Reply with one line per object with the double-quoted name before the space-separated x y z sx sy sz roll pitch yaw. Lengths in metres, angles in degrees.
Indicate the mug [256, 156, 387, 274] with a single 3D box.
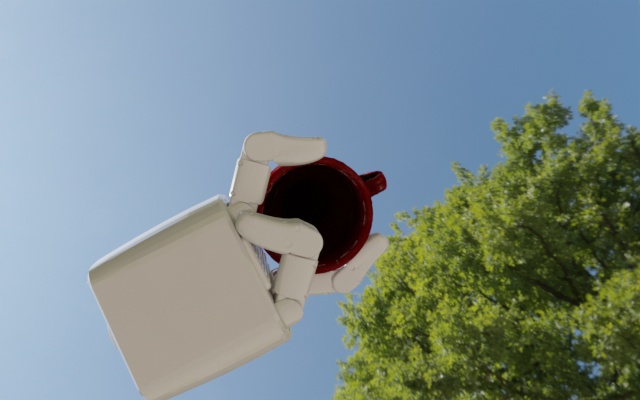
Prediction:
"mug" 0.001 0.001 0.407 0.117 0.093 0.081 -25 12 -5
